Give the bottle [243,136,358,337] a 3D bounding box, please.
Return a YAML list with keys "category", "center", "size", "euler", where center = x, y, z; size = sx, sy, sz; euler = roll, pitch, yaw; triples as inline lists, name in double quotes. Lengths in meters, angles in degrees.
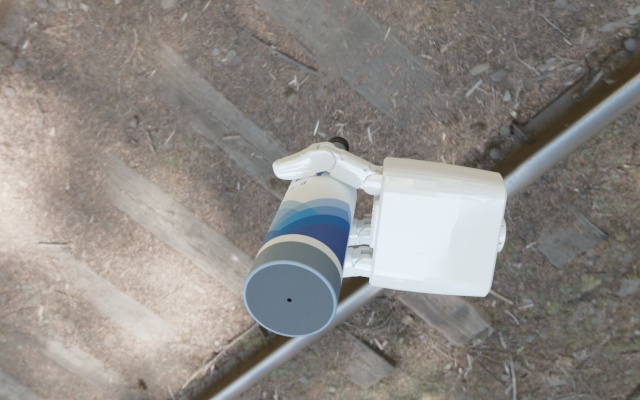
- category: "bottle"
  center: [0.000, 0.002, 0.456]
  size: [0.069, 0.069, 0.295]
  euler: [0, 27, 10]
